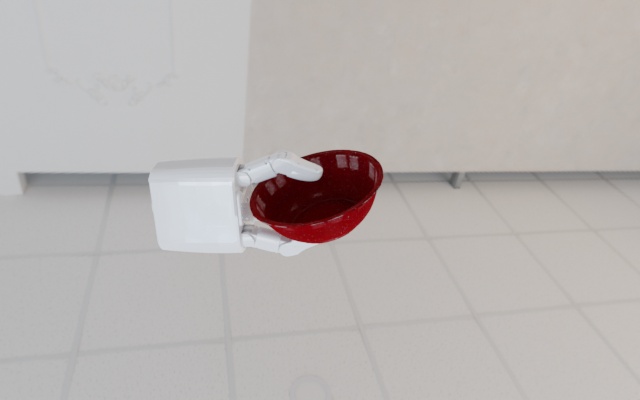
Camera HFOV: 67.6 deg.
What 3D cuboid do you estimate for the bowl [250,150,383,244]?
[{"bbox_3d":[0.001,0.002,0.570,0.162,0.055,0.162,-13,32,8],"label":"bowl"}]
